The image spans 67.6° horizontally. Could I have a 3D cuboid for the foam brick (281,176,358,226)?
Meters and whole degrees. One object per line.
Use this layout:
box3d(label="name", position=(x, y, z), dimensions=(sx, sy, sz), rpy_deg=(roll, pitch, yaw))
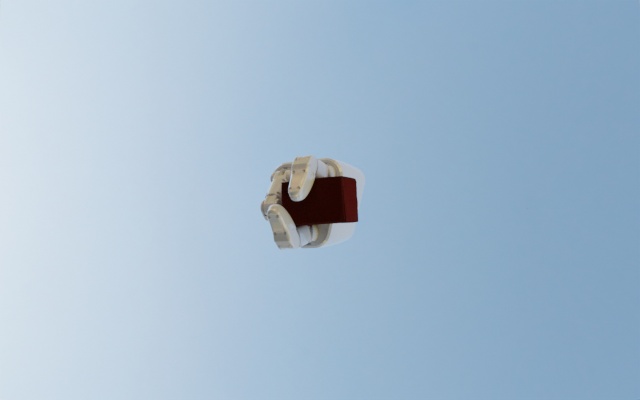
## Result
box3d(label="foam brick", position=(0.000, 0.002, 0.554), dimensions=(0.078, 0.053, 0.051), rpy_deg=(-4, -3, 23))
